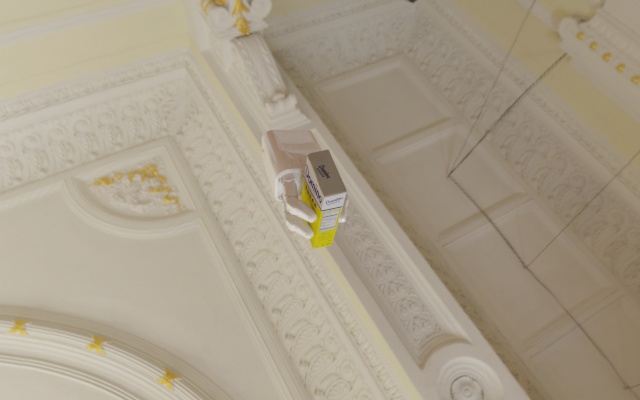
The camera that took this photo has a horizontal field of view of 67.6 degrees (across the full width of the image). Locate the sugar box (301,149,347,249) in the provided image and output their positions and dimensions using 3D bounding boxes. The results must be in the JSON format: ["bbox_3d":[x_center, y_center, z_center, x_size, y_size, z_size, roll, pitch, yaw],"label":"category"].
[{"bbox_3d":[0.000,0.003,0.840,0.048,0.093,0.176,-14,-32,-13],"label":"sugar box"}]
